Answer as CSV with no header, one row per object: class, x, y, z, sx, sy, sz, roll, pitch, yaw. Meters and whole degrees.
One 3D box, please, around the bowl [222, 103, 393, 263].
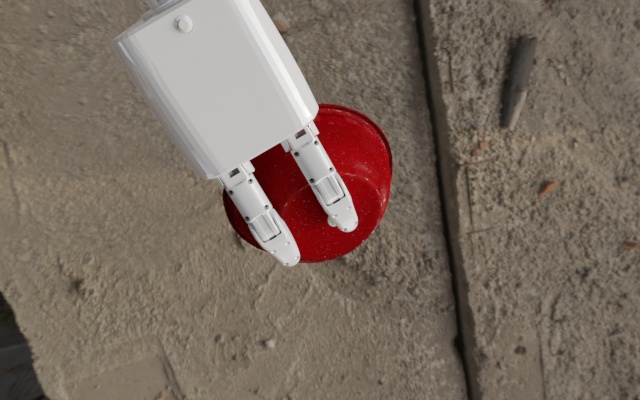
bowl,0.001,0.002,0.417,0.162,0.162,0.055,0,34,-23
